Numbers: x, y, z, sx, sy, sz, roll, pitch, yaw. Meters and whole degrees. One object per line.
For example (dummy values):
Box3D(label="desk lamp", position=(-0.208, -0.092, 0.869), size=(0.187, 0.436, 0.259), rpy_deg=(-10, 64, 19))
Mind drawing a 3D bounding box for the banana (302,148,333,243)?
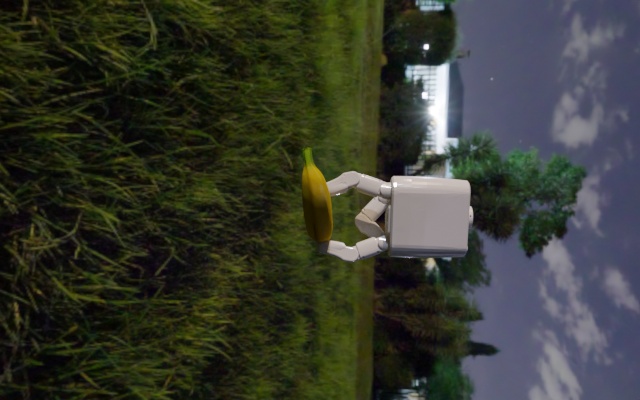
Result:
Box3D(label="banana", position=(-0.001, 0.016, 0.651), size=(0.037, 0.069, 0.198), rpy_deg=(1, -34, 5))
